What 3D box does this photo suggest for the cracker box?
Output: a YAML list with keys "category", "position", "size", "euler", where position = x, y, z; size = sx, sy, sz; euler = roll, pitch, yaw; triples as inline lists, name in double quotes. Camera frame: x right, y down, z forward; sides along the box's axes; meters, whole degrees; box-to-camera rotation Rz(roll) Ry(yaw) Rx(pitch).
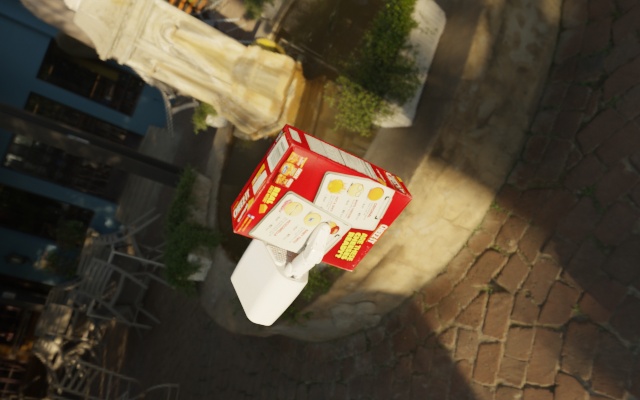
- category: "cracker box"
  position: [0.000, 0.002, 0.710]
  size: [0.214, 0.164, 0.072]
  euler: [21, 29, -29]
